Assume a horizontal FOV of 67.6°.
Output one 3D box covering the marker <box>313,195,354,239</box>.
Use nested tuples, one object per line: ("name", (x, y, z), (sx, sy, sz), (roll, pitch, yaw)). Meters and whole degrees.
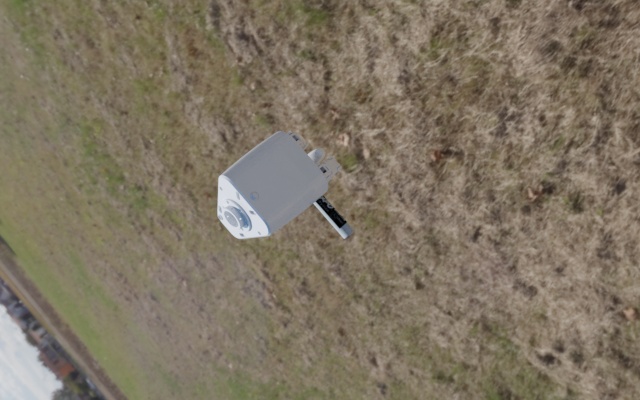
("marker", (0.000, 0.002, 0.663), (0.020, 0.121, 0.020), (-41, -1, -1))
